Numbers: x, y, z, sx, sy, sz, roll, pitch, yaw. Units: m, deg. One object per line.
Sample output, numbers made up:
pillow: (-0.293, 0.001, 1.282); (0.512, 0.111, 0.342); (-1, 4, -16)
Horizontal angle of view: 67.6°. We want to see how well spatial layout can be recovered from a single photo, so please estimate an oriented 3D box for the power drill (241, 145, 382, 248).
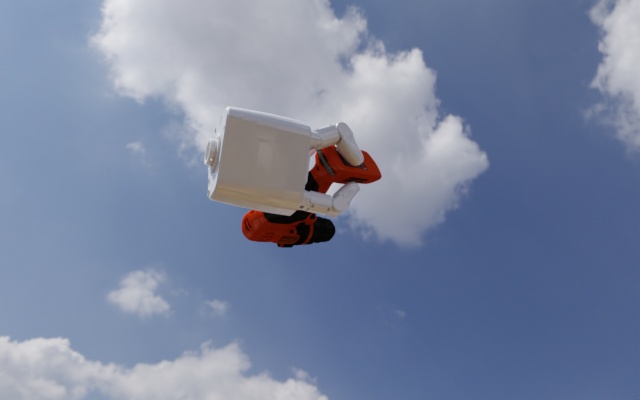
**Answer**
power drill: (0.000, 0.002, 0.705); (0.184, 0.057, 0.188); (5, -43, -49)
